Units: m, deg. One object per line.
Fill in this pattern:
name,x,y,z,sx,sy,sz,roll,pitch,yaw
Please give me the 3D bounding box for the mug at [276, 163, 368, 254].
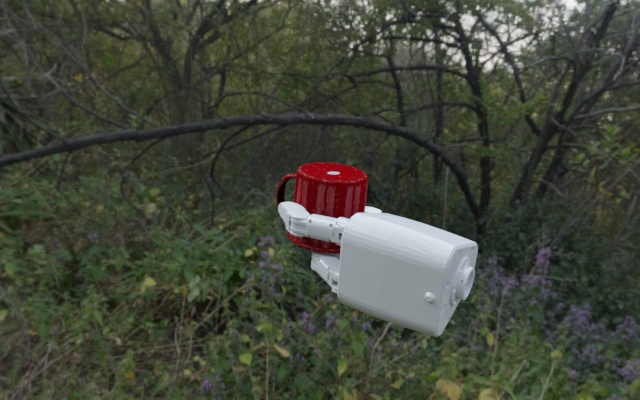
mug,-0.001,0.001,0.555,0.117,0.081,0.093,16,21,27
